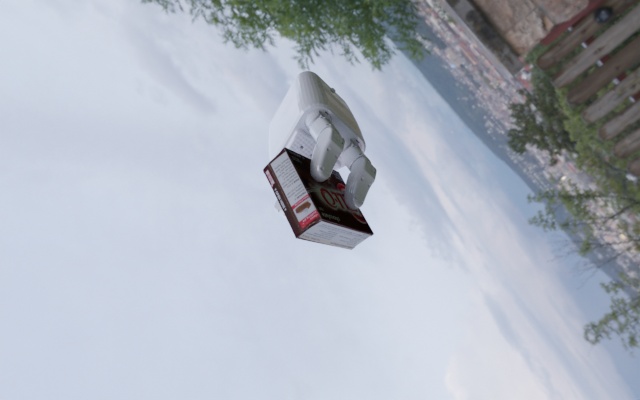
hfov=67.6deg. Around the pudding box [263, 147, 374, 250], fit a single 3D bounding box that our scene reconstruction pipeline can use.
[{"bbox_3d":[0.000,0.002,0.502,0.039,0.090,0.113,-40,-28,21],"label":"pudding box"}]
